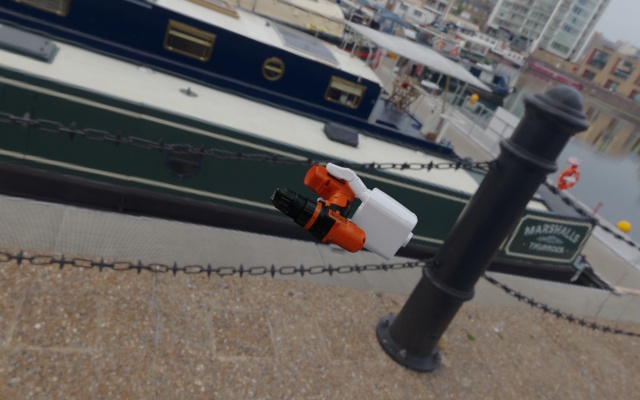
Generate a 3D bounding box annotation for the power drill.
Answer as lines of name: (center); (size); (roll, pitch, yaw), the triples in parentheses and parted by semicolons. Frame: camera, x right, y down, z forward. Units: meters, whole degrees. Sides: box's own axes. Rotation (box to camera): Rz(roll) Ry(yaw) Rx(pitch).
power drill: (0.000, 0.003, 0.891); (0.184, 0.057, 0.187); (32, 26, -12)
